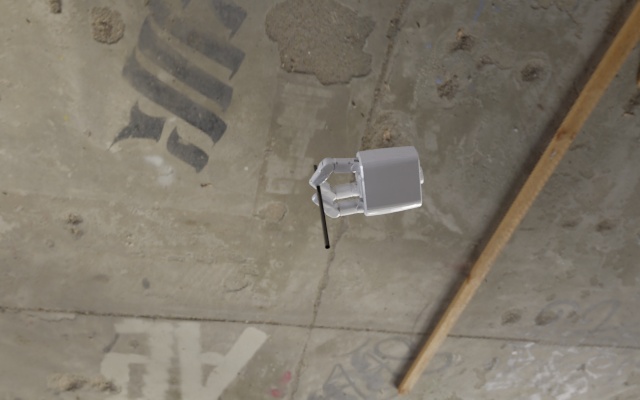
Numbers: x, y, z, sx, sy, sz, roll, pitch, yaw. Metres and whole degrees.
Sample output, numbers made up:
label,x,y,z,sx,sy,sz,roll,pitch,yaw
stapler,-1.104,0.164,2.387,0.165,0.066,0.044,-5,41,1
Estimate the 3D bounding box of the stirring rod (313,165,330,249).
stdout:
label,x,y,z,sx,sy,sz,roll,pitch,yaw
stirring rod,0.000,0.003,0.832,0.011,0.011,0.239,0,35,-6
